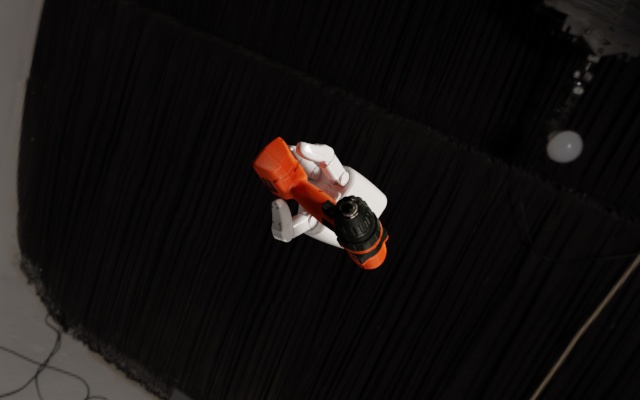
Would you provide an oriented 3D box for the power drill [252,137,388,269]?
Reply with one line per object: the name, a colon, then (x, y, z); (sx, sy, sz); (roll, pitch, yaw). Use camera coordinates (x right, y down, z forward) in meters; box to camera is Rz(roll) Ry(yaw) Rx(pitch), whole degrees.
power drill: (0.000, 0.002, 0.593); (0.187, 0.057, 0.184); (41, -9, 24)
